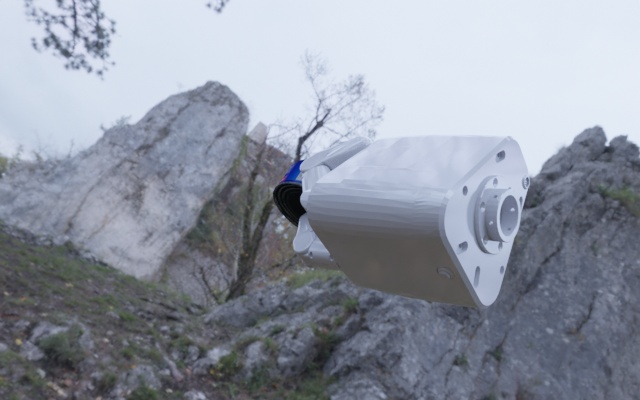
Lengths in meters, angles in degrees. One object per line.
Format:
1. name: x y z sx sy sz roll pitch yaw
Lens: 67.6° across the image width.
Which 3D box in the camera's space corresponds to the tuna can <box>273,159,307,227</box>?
1. tuna can: 0.000 0.001 0.452 0.086 0.033 0.086 24 -29 15
